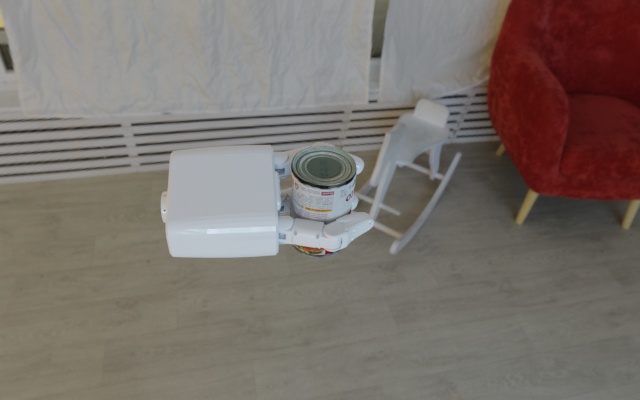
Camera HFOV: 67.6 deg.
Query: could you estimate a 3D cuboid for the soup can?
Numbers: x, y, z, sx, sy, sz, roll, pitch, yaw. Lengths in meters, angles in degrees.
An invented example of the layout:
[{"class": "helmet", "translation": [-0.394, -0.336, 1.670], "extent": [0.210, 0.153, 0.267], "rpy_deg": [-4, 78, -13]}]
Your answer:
[{"class": "soup can", "translation": [0.001, 0.001, 0.506], "extent": [0.068, 0.102, 0.068], "rpy_deg": [3, 42, -2]}]
